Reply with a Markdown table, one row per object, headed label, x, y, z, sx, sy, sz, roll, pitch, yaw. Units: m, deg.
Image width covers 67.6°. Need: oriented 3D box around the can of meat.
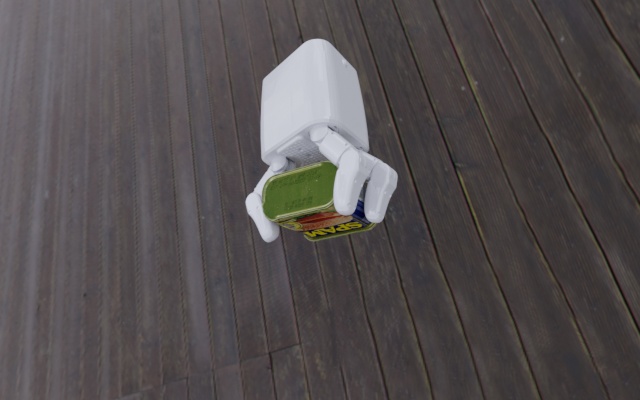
| label | x | y | z | sx | sy | sz | roll | pitch | yaw |
| --- | --- | --- | --- | --- | --- | --- | --- | --- | --- |
| can of meat | 0.000 | 0.002 | 0.511 | 0.102 | 0.057 | 0.084 | -14 | -24 | 30 |
